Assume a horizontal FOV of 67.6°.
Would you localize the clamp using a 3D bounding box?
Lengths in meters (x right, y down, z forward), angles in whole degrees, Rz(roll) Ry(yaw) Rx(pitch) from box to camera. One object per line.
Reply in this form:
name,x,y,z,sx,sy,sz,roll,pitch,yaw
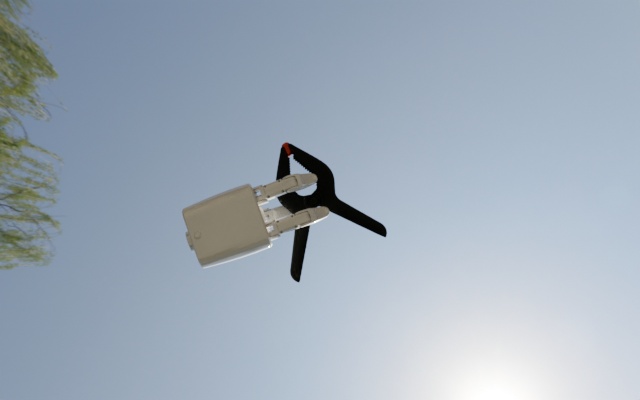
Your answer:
clamp,0.000,0.002,0.748,0.164,0.210,0.036,-20,-4,-7
